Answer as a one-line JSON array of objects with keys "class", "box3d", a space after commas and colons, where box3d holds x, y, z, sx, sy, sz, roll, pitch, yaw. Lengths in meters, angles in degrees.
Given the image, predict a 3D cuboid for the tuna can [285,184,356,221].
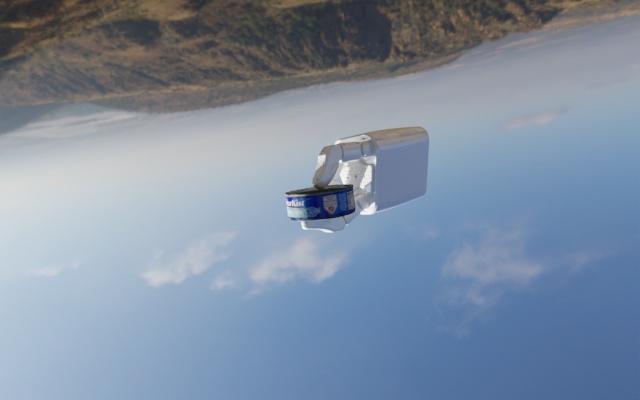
[{"class": "tuna can", "box3d": [0.000, 0.003, 0.591, 0.086, 0.034, 0.086, -7, 6, 1]}]
